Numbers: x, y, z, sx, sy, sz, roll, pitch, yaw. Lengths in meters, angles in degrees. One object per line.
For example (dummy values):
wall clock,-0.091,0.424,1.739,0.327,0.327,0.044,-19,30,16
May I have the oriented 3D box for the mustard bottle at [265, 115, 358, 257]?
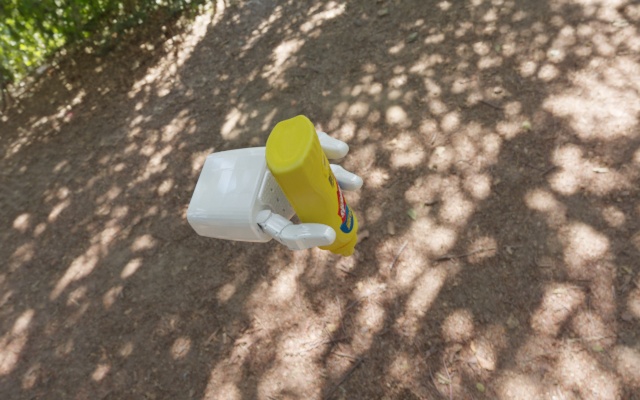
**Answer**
mustard bottle,0.000,0.002,0.561,0.058,0.192,0.096,-18,40,12
